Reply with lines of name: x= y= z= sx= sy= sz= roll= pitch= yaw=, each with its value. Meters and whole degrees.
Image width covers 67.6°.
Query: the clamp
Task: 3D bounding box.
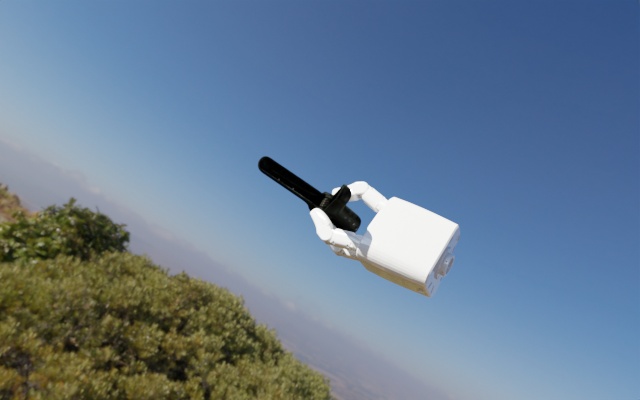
clamp: x=0.001 y=0.002 z=0.745 sx=0.164 sy=0.036 sz=0.210 roll=25 pitch=-13 yaw=28
